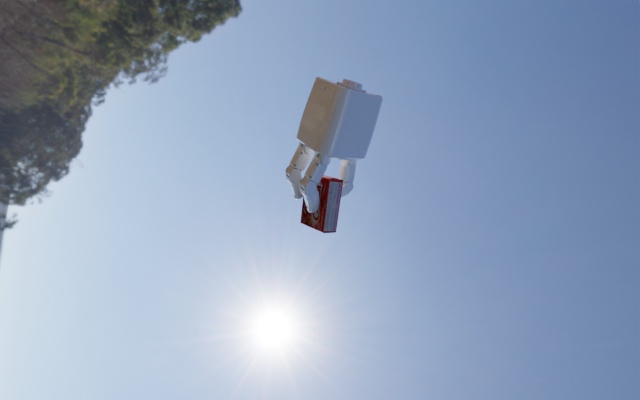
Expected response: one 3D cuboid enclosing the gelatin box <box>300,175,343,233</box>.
[{"bbox_3d":[0.000,0.003,0.787,0.030,0.089,0.073,2,10,-33],"label":"gelatin box"}]
